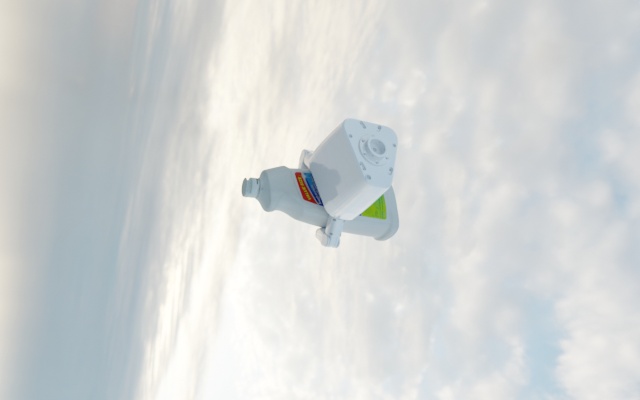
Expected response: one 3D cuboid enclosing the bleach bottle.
[{"bbox_3d":[0.000,0.002,0.755,0.251,0.102,0.068,7,-28,-25],"label":"bleach bottle"}]
